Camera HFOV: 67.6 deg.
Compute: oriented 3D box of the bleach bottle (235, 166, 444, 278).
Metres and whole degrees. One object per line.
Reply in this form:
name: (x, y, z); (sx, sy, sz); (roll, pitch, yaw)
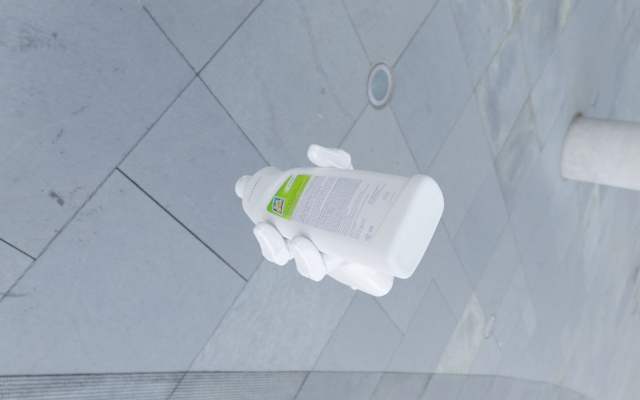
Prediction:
bleach bottle: (0.000, 0.002, 0.530); (0.251, 0.102, 0.068); (16, -20, 39)
